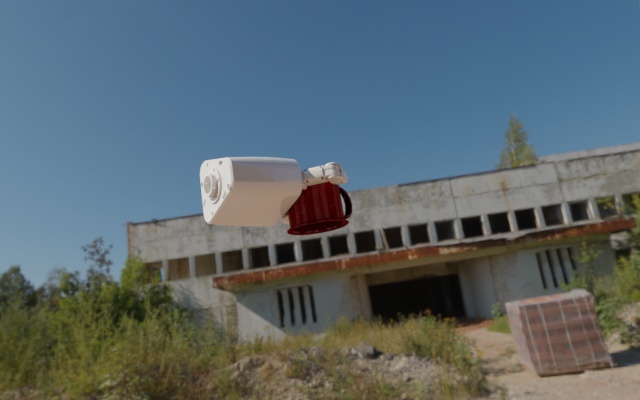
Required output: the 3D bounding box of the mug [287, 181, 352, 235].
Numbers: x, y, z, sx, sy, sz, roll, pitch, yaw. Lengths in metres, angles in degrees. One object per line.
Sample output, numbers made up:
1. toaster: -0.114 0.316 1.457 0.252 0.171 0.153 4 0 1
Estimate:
1. mug: 0.001 0.002 0.723 0.117 0.081 0.093 0 -16 -35
